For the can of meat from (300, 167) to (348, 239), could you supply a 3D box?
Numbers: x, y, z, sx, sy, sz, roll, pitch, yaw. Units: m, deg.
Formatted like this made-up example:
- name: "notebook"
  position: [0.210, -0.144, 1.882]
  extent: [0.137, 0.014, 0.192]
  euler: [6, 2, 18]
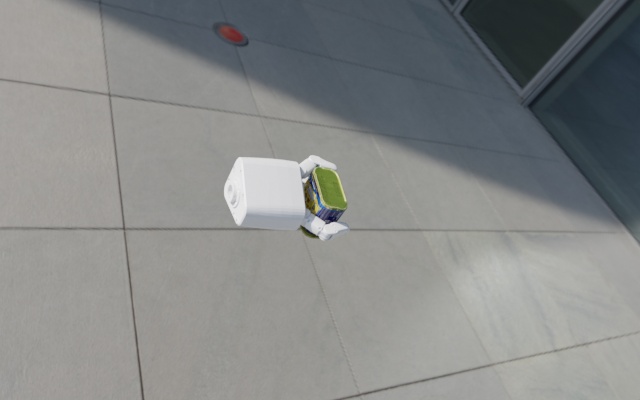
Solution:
- name: "can of meat"
  position: [0.000, 0.003, 0.847]
  extent: [0.057, 0.102, 0.084]
  euler: [7, -42, -28]
